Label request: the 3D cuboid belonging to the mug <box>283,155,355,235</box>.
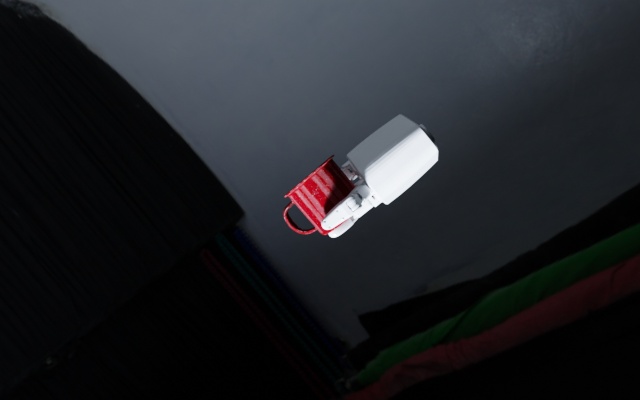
[{"bbox_3d":[-0.001,0.003,0.689,0.117,0.081,0.093,-40,3,9],"label":"mug"}]
